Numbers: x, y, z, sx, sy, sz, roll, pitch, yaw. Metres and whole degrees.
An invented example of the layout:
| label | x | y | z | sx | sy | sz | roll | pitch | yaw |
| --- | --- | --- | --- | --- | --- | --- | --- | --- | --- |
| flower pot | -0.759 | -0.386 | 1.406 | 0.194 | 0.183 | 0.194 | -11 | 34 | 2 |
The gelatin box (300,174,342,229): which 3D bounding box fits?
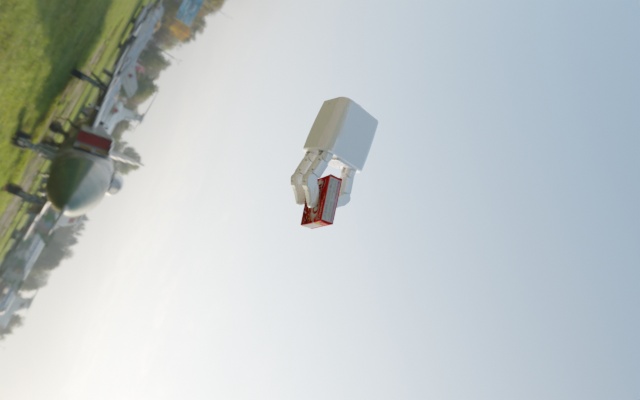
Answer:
| label | x | y | z | sx | sy | sz | roll | pitch | yaw |
| --- | --- | --- | --- | --- | --- | --- | --- | --- | --- |
| gelatin box | 0.000 | 0.003 | 0.860 | 0.030 | 0.089 | 0.073 | 20 | -19 | -28 |
